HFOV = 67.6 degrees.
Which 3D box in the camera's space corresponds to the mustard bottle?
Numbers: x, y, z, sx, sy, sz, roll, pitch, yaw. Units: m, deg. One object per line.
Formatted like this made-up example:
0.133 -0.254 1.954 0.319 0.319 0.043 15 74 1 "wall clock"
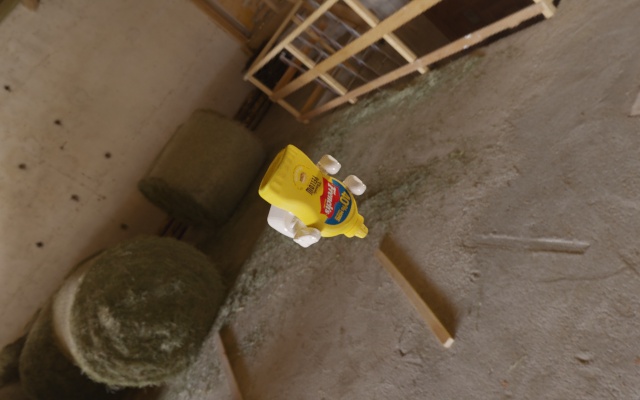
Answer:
0.000 0.002 0.764 0.192 0.096 0.058 36 -36 -20 "mustard bottle"
